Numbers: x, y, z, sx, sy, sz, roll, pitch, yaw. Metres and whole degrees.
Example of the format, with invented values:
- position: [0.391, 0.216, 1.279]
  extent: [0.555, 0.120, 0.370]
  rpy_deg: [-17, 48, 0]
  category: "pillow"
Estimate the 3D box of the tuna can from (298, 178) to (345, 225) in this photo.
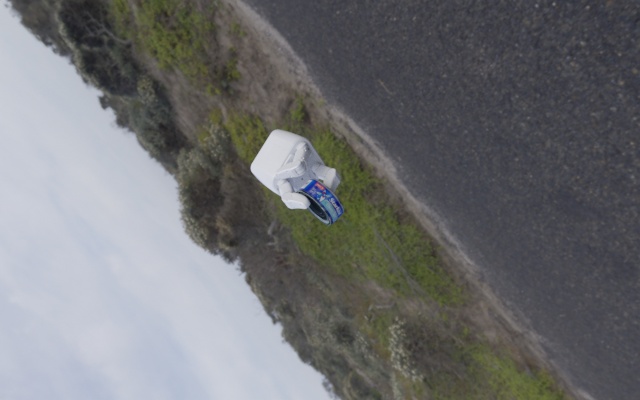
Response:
- position: [0.000, 0.003, 0.846]
  extent: [0.033, 0.086, 0.086]
  rpy_deg: [-44, 14, -15]
  category: "tuna can"
